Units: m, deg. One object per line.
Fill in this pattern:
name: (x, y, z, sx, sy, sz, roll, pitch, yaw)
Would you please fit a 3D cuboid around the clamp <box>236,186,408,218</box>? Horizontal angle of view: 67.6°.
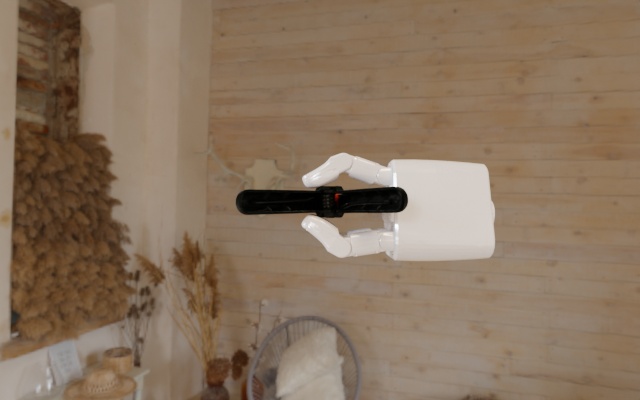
clamp: (0.000, 0.001, 0.540, 0.164, 0.036, 0.210, 0, -1, 0)
